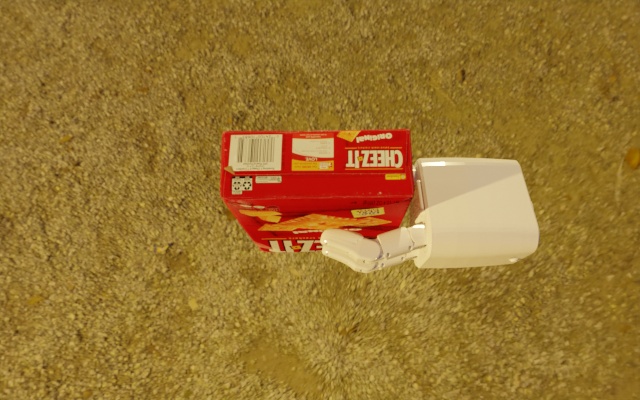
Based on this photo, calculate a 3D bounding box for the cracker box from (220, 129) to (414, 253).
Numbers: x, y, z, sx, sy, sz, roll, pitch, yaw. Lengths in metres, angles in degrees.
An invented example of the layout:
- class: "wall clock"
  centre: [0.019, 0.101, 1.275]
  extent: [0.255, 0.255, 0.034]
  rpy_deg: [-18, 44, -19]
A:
- class: "cracker box"
  centre: [0.000, 0.001, 0.498]
  extent: [0.164, 0.072, 0.214]
  rpy_deg: [-1, -18, 2]
